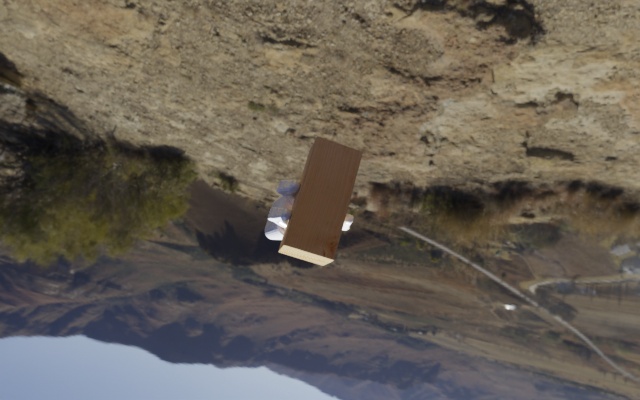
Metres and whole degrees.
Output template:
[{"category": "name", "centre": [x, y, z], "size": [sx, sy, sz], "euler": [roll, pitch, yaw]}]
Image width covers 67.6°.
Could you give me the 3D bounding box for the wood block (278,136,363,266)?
[{"category": "wood block", "centre": [0.000, 0.003, 0.867], "size": [0.091, 0.206, 0.090], "euler": [18, -17, -7]}]
